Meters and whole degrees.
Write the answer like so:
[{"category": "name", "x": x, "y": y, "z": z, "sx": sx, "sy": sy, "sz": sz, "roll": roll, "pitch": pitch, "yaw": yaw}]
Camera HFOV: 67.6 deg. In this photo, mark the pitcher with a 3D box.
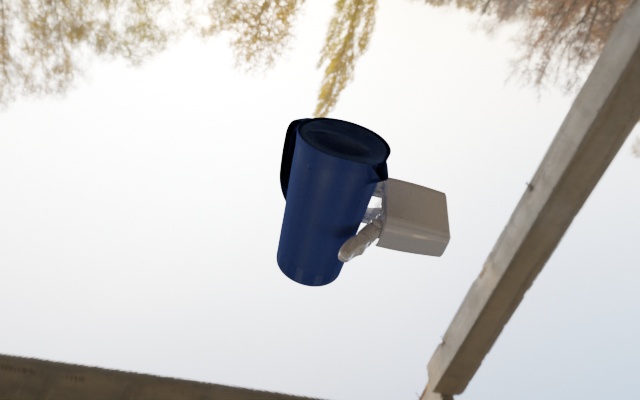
[{"category": "pitcher", "x": 0.000, "y": 0.002, "z": 0.720, "sx": 0.145, "sy": 0.243, "sz": 0.149, "roll": 12, "pitch": 31, "yaw": -7}]
